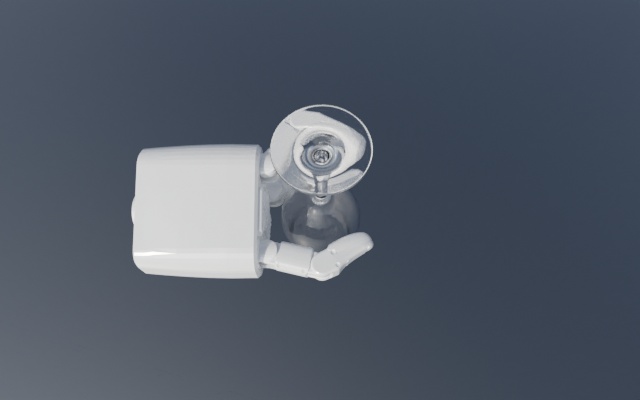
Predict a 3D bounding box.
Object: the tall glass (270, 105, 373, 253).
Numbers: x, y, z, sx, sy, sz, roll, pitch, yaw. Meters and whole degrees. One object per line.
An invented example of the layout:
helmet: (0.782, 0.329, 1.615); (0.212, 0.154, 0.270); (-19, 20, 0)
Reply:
tall glass: (0.000, 0.001, 0.432); (0.079, 0.079, 0.201); (0, -23, 0)
